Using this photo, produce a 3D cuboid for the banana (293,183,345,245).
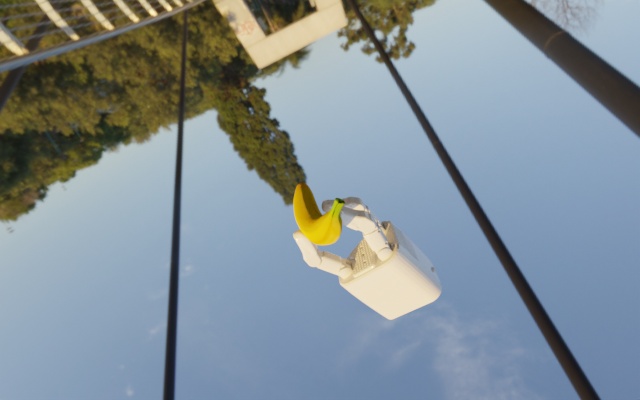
[{"bbox_3d":[-0.005,0.020,0.648,0.037,0.069,0.197,19,2,-19],"label":"banana"}]
